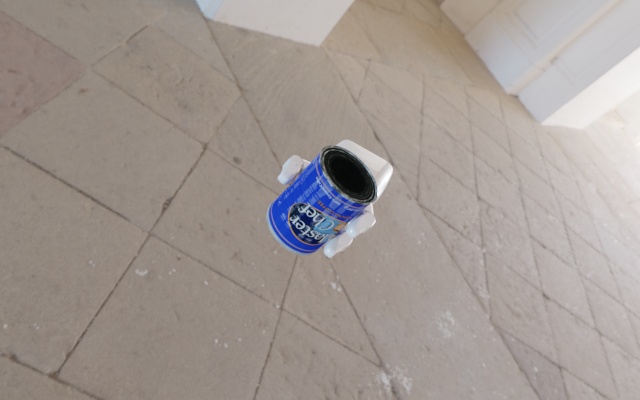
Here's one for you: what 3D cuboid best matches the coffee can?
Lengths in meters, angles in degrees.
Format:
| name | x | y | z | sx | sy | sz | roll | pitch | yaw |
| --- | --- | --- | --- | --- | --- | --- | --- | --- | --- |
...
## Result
| name | x | y | z | sx | sy | sz | roll | pitch | yaw |
| --- | --- | --- | --- | --- | --- | --- | --- | --- | --- |
| coffee can | 0.000 | 0.002 | 0.702 | 0.103 | 0.102 | 0.140 | 0 | -34 | -45 |
